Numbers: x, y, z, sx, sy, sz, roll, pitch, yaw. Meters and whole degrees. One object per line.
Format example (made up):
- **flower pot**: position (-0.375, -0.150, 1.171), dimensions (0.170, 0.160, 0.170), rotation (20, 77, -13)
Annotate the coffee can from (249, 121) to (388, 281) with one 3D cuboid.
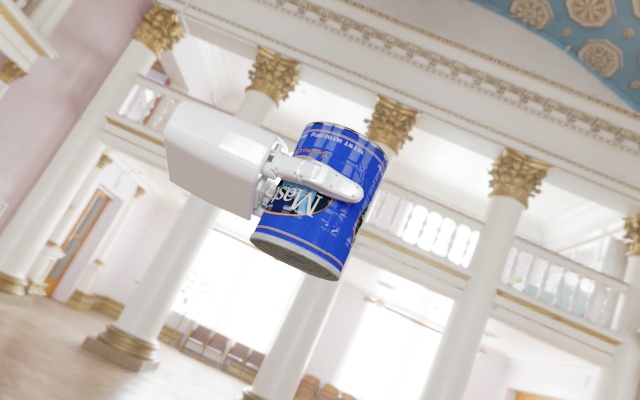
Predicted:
- **coffee can**: position (0.000, 0.002, 0.514), dimensions (0.103, 0.140, 0.103), rotation (23, -16, 7)
